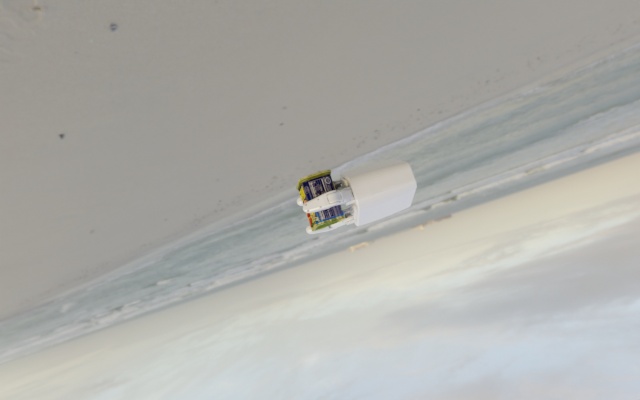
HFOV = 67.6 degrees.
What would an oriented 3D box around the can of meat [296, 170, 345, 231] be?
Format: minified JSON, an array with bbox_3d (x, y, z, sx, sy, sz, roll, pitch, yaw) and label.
[{"bbox_3d":[0.000,0.003,0.811,0.057,0.084,0.102,-18,-6,-8],"label":"can of meat"}]
